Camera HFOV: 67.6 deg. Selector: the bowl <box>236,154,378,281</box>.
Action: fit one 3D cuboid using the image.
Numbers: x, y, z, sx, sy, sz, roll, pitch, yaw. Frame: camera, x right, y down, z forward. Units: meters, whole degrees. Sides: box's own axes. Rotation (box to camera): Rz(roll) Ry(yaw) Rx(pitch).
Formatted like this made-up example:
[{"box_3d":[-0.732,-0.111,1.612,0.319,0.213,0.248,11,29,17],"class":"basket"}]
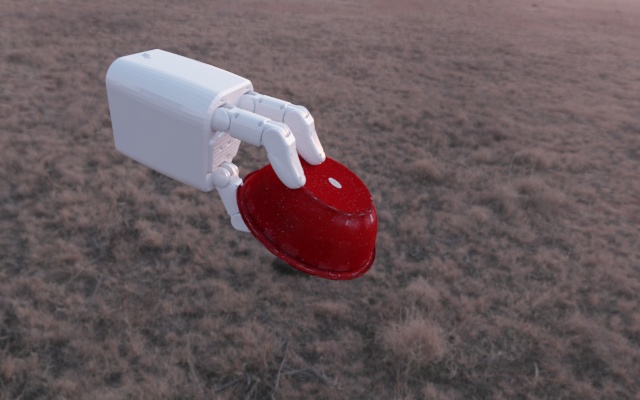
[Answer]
[{"box_3d":[0.001,0.002,0.483,0.162,0.055,0.162,24,31,-16],"class":"bowl"}]
